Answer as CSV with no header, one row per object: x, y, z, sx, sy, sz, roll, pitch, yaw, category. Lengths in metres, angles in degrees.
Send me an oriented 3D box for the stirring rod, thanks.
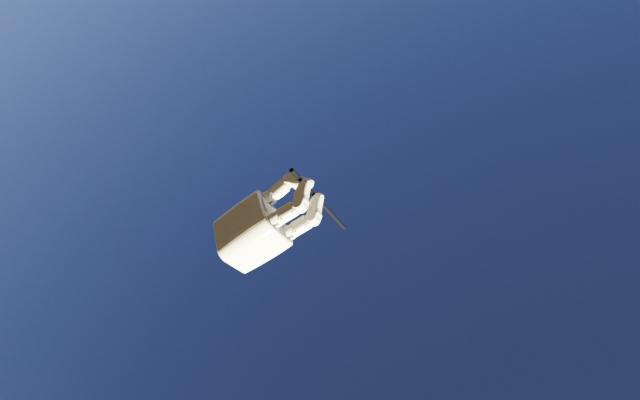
0.000,0.003,0.888,0.011,0.011,0.240,0,-26,27,stirring rod
